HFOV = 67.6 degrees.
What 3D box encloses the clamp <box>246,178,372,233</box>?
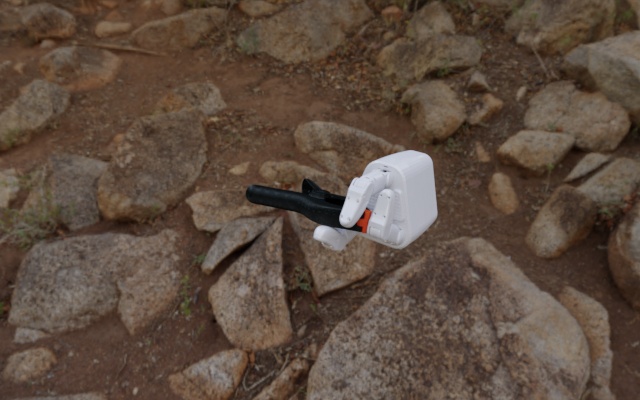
[{"bbox_3d":[0.000,0.002,0.632,0.171,0.039,0.120,19,25,30],"label":"clamp"}]
